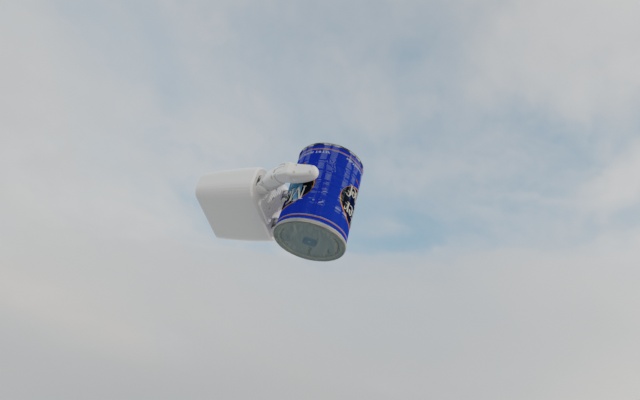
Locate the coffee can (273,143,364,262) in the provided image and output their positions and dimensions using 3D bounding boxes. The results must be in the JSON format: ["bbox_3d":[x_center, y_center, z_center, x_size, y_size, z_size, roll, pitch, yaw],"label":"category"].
[{"bbox_3d":[0.000,0.002,0.690,0.103,0.140,0.103,11,-34,7],"label":"coffee can"}]
